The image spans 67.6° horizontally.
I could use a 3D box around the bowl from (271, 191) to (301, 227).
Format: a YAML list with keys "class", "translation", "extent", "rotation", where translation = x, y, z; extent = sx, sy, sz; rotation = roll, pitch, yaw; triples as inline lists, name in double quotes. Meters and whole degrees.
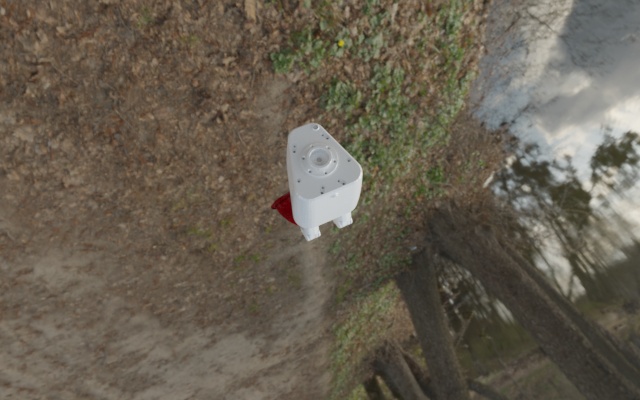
- class: "bowl"
  translation: [0.000, 0.003, 0.811]
  extent: [0.162, 0.055, 0.162]
  rotation: [-24, -7, -3]
